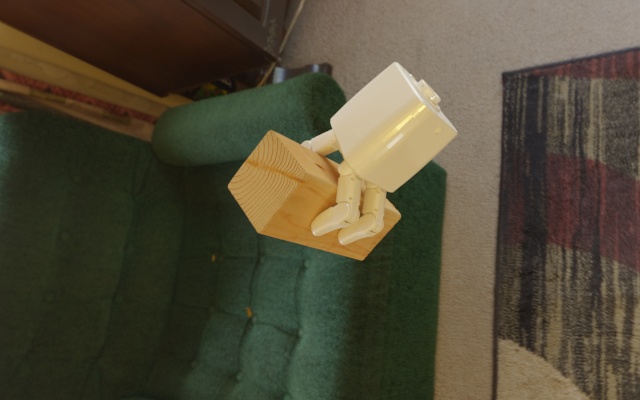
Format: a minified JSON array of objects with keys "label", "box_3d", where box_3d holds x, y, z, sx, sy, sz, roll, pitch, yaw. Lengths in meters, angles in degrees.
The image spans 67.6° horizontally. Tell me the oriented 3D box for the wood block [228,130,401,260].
[{"label":"wood block","box_3d":[0.000,0.001,0.609,0.206,0.090,0.090,22,23,-49]}]
